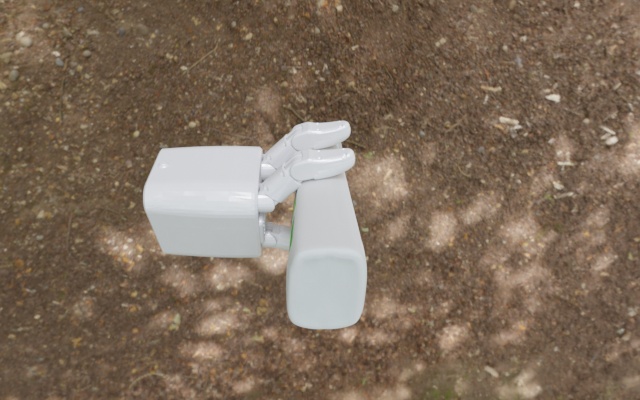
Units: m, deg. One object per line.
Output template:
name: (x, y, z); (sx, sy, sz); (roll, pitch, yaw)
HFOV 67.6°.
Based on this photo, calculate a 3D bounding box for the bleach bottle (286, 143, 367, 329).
bleach bottle: (0.000, 0.002, 0.496); (0.068, 0.103, 0.250); (1, 37, -3)
